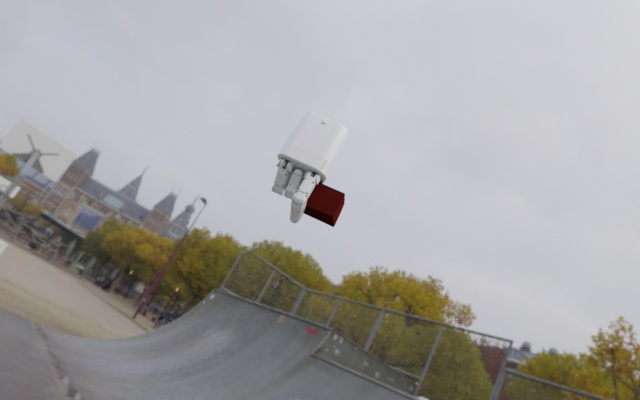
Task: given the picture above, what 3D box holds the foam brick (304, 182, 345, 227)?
[{"bbox_3d":[0.000,0.003,0.863,0.078,0.051,0.053,25,-20,12],"label":"foam brick"}]
